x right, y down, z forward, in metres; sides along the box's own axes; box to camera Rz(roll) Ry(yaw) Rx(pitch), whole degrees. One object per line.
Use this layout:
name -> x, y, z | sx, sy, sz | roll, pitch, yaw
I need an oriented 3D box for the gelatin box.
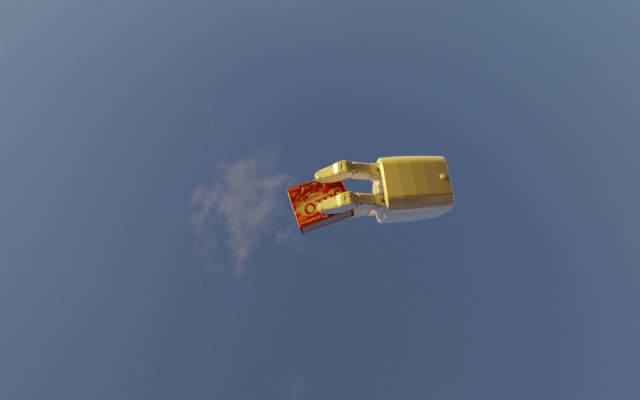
gelatin box -> 0.000, 0.003, 0.756 | 0.089, 0.073, 0.030 | -20, -27, -1
